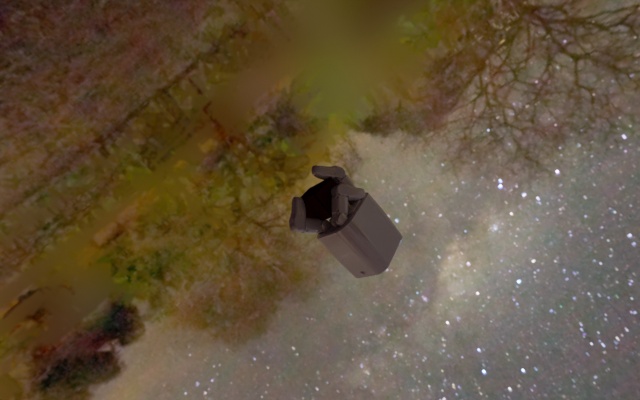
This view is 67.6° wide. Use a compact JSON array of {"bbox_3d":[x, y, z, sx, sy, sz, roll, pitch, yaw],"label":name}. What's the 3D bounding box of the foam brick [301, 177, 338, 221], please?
[{"bbox_3d":[0.000,0.003,0.829,0.053,0.051,0.078,-47,11,-31],"label":"foam brick"}]
